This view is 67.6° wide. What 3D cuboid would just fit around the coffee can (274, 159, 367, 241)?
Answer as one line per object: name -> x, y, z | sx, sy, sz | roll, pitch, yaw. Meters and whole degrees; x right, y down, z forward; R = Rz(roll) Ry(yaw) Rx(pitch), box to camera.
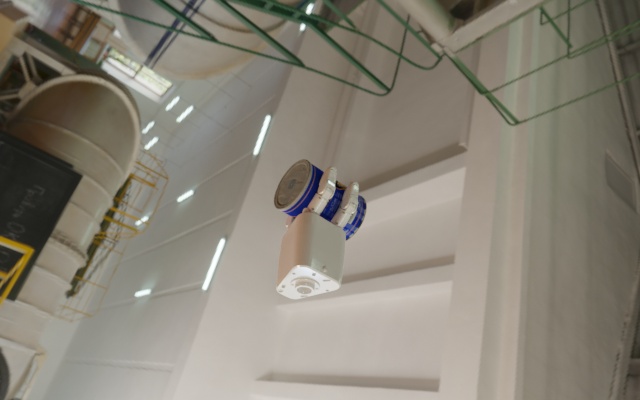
coffee can -> 0.000, 0.003, 0.882 | 0.140, 0.102, 0.103 | 32, -16, -28
